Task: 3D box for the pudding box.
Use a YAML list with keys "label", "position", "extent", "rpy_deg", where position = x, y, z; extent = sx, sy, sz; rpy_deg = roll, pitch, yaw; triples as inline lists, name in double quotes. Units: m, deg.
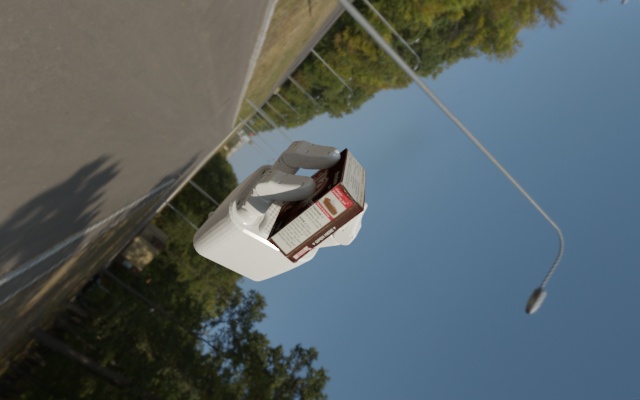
- label: "pudding box"
  position: [0.000, 0.002, 0.471]
  extent: [0.090, 0.039, 0.113]
  rpy_deg: [-39, 15, 18]
